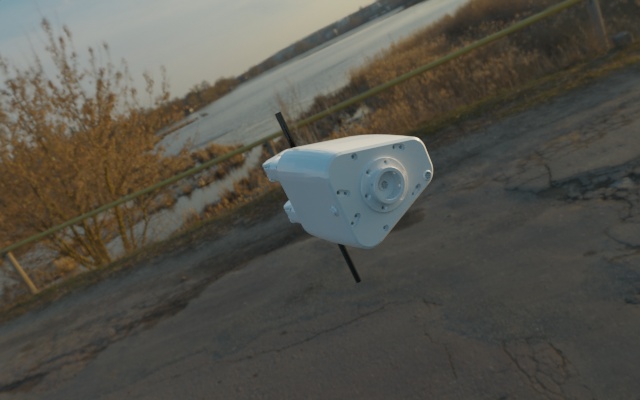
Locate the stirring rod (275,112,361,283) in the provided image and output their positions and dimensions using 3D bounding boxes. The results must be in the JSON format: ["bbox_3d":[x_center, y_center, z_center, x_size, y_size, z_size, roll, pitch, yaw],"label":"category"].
[{"bbox_3d":[0.000,0.002,0.592,0.011,0.239,0.011,-23,17,8],"label":"stirring rod"}]
